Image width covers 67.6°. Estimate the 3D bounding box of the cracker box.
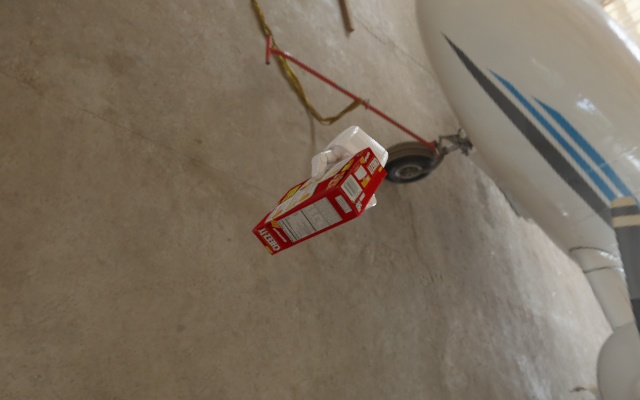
[{"bbox_3d":[0.000,0.003,0.876,0.214,0.072,0.164,-27,15,36],"label":"cracker box"}]
